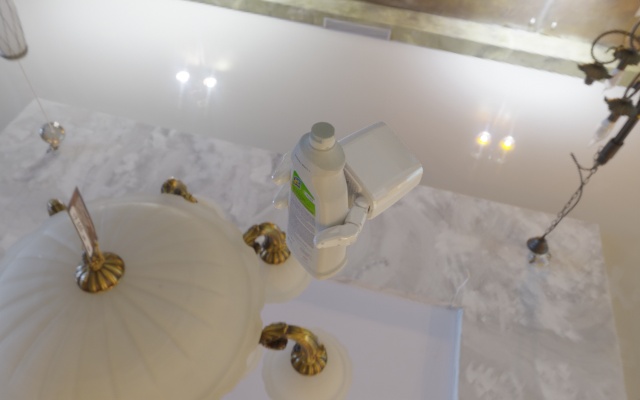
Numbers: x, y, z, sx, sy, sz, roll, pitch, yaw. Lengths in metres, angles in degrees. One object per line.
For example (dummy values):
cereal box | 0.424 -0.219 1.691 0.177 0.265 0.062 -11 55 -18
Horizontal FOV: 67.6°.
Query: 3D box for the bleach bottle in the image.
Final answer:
bleach bottle | 0.000 0.002 0.648 0.068 0.251 0.102 -32 60 -27
